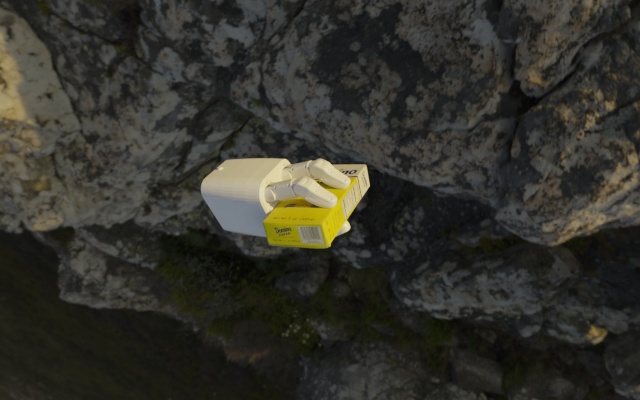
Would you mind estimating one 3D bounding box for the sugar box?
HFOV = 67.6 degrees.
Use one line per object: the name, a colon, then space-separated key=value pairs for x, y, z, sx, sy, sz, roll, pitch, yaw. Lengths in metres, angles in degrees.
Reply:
sugar box: x=0.000 y=0.002 z=0.693 sx=0.093 sy=0.048 sz=0.176 roll=1 pitch=32 yaw=25
